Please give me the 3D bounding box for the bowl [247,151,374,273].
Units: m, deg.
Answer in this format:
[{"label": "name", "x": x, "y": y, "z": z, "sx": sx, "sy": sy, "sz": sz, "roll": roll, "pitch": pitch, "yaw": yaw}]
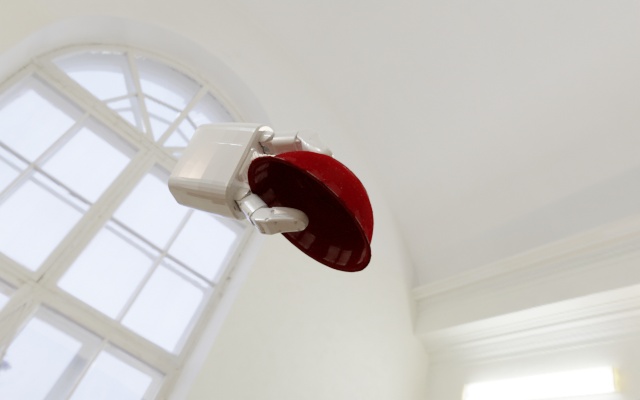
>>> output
[{"label": "bowl", "x": 0.001, "y": 0.002, "z": 0.509, "sx": 0.055, "sy": 0.162, "sz": 0.162, "roll": -47, "pitch": 26, "yaw": -27}]
